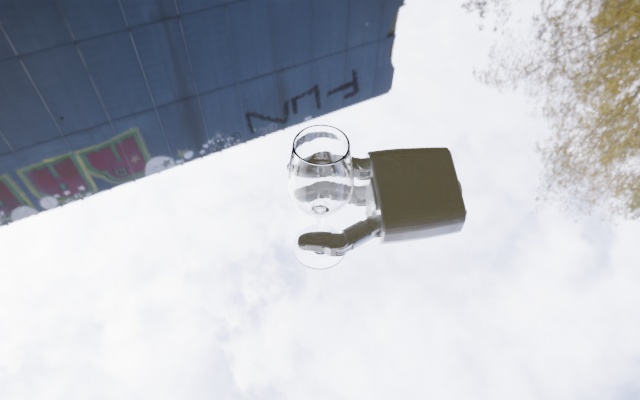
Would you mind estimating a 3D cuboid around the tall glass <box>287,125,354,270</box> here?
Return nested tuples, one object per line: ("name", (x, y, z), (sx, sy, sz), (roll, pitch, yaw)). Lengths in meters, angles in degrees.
("tall glass", (0.000, 0.002, 0.585), (0.079, 0.079, 0.201), (0, -38, 0))
